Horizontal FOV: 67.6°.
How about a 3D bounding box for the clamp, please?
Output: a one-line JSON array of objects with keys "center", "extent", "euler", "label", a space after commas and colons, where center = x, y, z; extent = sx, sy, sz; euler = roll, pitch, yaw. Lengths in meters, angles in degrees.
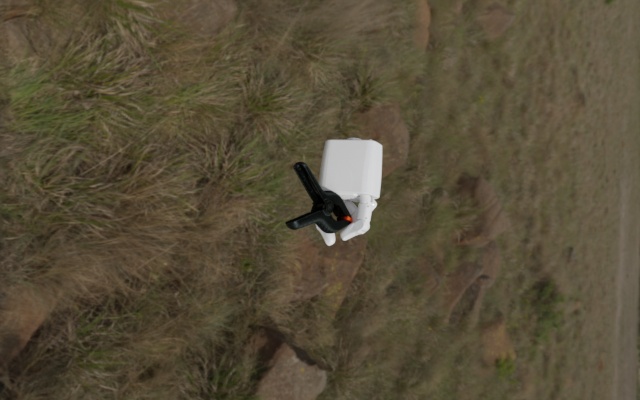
[{"center": [0.001, 0.003, 0.861], "extent": [0.039, 0.120, 0.171], "euler": [0, -11, 36], "label": "clamp"}]
